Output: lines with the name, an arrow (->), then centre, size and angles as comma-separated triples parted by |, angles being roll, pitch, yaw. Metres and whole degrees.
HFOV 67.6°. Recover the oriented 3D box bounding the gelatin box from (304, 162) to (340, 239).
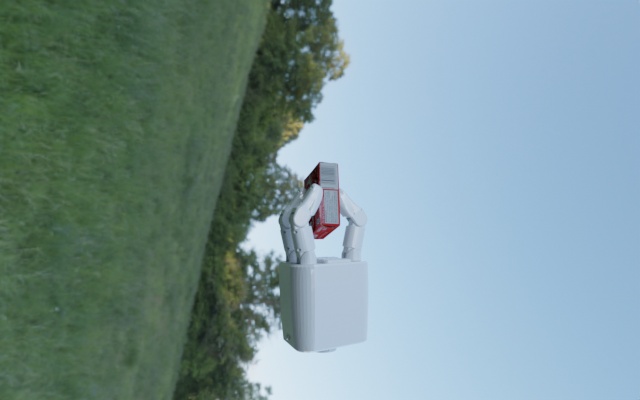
gelatin box -> 0.001, 0.002, 0.641 | 0.030, 0.089, 0.073 | 4, -18, -17
